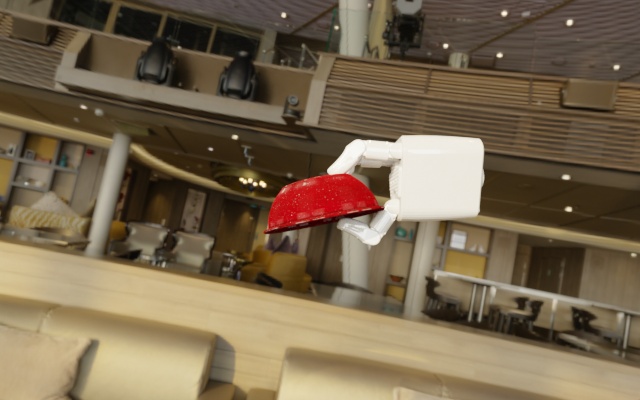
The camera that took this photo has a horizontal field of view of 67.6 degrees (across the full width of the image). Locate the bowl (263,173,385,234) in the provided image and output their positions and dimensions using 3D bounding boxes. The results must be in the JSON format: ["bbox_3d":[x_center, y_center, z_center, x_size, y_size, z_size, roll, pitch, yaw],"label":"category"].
[{"bbox_3d":[-0.001,0.002,0.623,0.162,0.055,0.162,-12,-5,-1],"label":"bowl"}]
